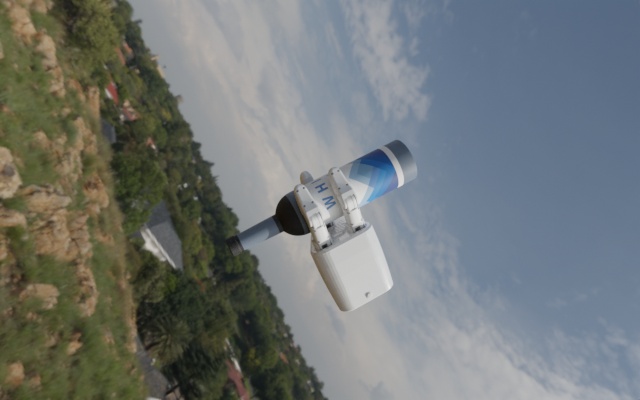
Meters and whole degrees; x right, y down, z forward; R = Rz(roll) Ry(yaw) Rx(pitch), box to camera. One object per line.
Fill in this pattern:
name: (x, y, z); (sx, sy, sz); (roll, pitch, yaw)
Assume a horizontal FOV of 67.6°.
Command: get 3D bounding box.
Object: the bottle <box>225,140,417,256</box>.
bottle: (0.000, 0.002, 0.703); (0.295, 0.069, 0.069); (-27, 5, -10)
